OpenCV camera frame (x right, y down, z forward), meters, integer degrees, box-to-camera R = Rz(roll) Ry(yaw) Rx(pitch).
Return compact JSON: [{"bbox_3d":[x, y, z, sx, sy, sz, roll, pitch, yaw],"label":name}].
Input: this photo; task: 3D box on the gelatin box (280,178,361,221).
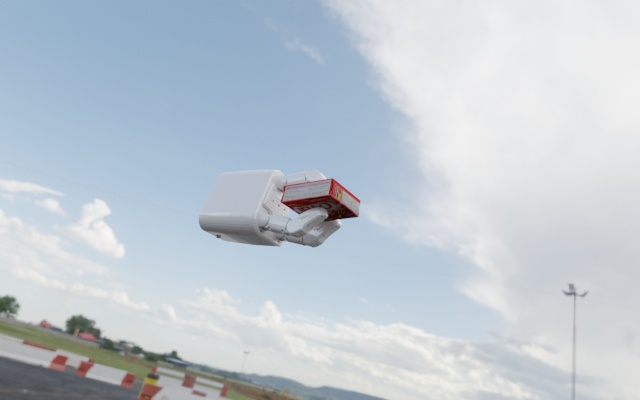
[{"bbox_3d":[0.000,0.002,0.675,0.089,0.030,0.073,-8,-30,35],"label":"gelatin box"}]
